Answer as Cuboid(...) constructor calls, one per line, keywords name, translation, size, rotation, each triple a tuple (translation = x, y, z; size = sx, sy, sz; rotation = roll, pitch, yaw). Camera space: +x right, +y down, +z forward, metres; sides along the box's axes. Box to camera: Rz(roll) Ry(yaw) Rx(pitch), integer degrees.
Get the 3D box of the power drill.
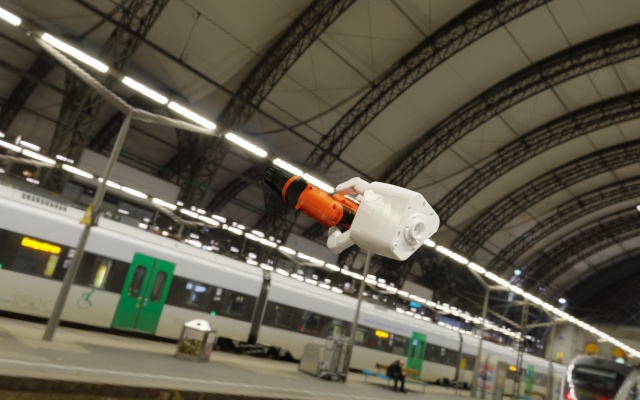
Cuboid(name="power drill", translation=(0.001, 0.003, 0.891), size=(0.184, 0.057, 0.188), rotation=(35, 9, 35))
